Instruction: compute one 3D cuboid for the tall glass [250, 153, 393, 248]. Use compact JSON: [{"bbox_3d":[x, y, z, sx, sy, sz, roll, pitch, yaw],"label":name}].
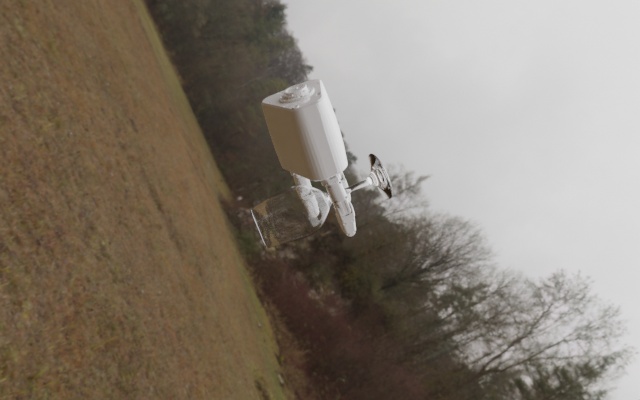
[{"bbox_3d":[0.001,0.002,0.705,0.201,0.079,0.079,-24,4,-8],"label":"tall glass"}]
